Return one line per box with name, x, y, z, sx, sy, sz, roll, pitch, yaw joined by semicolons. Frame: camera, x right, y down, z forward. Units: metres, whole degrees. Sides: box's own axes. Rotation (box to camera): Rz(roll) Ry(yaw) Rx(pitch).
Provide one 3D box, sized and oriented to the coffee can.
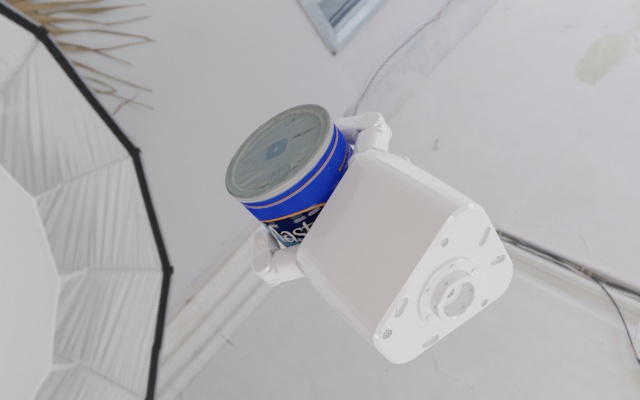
coffee can;0.000;0.001;0.422;0.103;0.102;0.140;0;-38;42
